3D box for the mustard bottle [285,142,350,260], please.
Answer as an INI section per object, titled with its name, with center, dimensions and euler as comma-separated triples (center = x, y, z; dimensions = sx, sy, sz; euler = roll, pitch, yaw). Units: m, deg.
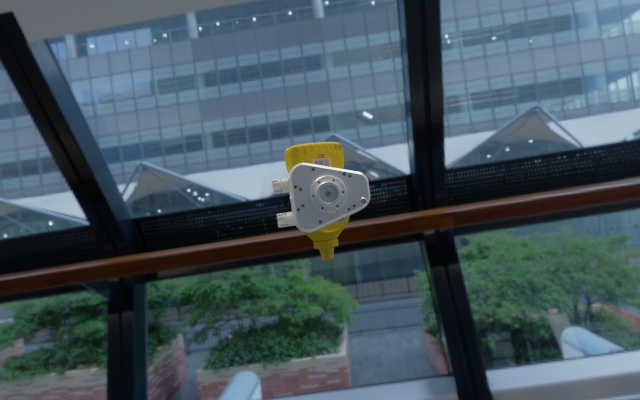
[mustard bottle]
center = 0.000, 0.002, 0.791
dimensions = 0.096, 0.191, 0.058
euler = -7, -1, -26
